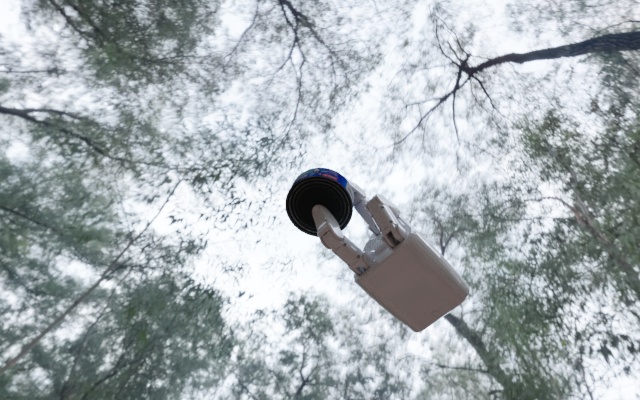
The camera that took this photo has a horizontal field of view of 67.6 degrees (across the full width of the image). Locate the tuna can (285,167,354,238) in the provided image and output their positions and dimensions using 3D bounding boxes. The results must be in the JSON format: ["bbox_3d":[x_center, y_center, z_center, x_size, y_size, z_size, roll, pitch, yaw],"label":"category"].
[{"bbox_3d":[0.000,0.002,0.608,0.086,0.086,0.033,0,26,9],"label":"tuna can"}]
